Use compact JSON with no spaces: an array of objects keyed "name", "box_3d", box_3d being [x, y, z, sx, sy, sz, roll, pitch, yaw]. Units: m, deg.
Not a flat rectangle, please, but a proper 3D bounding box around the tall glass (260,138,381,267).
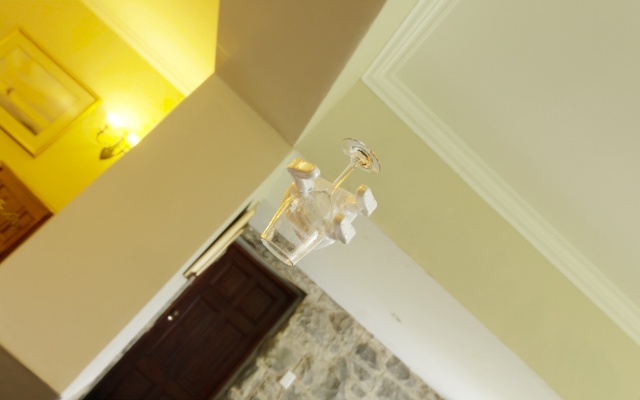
[{"name":"tall glass","box_3d":[0.001,0.002,0.701,0.079,0.201,0.079,36,-20,15]}]
